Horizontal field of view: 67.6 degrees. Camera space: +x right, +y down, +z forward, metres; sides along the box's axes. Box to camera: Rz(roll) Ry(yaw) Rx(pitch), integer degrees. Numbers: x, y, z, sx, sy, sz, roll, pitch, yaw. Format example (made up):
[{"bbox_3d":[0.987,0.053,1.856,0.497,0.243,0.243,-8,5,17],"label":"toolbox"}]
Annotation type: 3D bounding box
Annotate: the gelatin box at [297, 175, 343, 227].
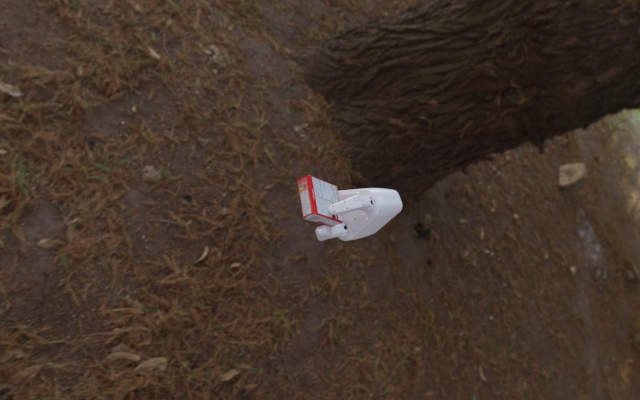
[{"bbox_3d":[0.000,0.003,0.842,0.030,0.073,0.089,-22,-24,30],"label":"gelatin box"}]
